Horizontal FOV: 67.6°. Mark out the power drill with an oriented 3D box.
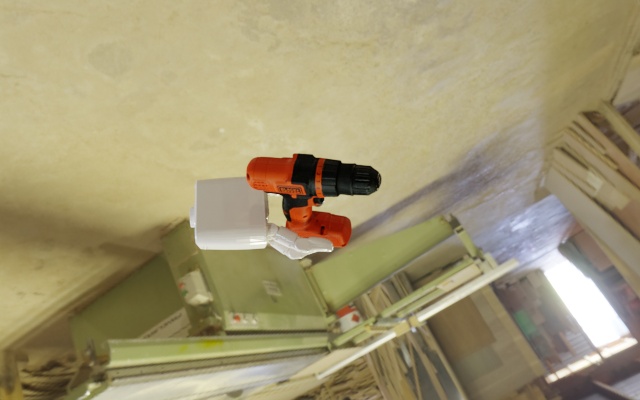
[{"bbox_3d":[0.000,0.003,0.699,0.184,0.057,0.188,6,-31,14],"label":"power drill"}]
